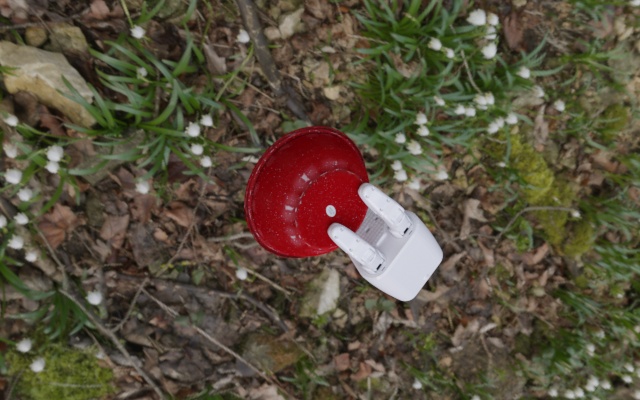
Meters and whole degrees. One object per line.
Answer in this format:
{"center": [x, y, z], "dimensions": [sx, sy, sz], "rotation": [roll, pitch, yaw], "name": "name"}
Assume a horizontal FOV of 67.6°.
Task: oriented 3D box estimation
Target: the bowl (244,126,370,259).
{"center": [-0.001, 0.001, 0.531], "dimensions": [0.162, 0.162, 0.055], "rotation": [0, 20, -32], "name": "bowl"}
